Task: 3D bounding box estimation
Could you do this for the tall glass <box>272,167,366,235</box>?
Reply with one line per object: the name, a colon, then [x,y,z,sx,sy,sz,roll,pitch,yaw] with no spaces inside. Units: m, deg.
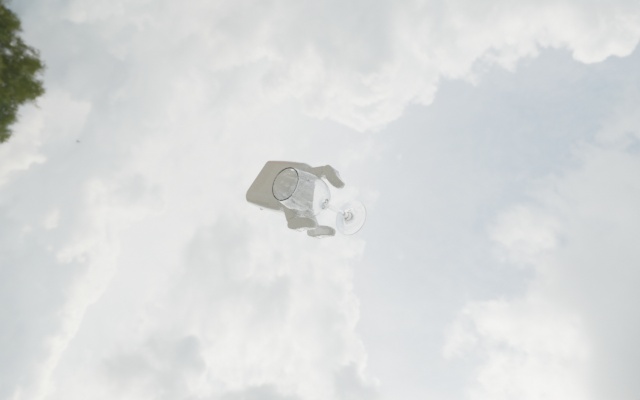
tall glass: [0.001,0.003,0.891,0.079,0.079,0.201,0,-19,40]
